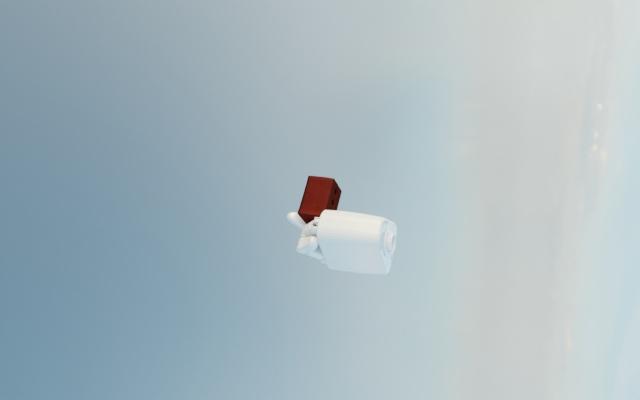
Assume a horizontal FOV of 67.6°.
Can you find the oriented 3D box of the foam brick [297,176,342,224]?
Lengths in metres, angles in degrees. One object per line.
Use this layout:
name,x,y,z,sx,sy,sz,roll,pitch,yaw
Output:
foam brick,0.000,0.002,0.852,0.051,0.078,0.053,4,-25,23
